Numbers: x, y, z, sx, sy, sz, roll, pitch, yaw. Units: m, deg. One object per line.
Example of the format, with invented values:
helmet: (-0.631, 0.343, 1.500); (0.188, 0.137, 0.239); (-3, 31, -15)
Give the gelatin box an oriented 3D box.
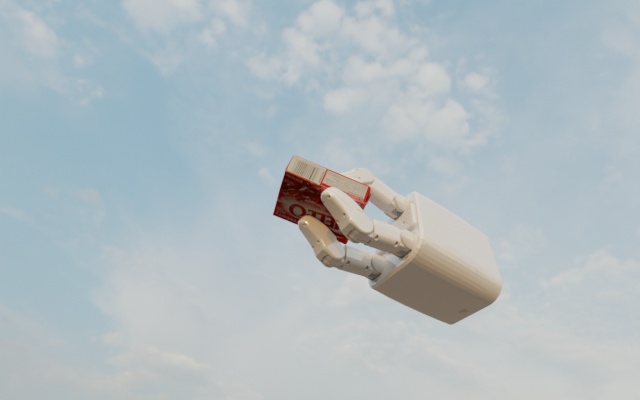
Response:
gelatin box: (0.000, 0.001, 0.503); (0.089, 0.030, 0.073); (23, -42, 1)
